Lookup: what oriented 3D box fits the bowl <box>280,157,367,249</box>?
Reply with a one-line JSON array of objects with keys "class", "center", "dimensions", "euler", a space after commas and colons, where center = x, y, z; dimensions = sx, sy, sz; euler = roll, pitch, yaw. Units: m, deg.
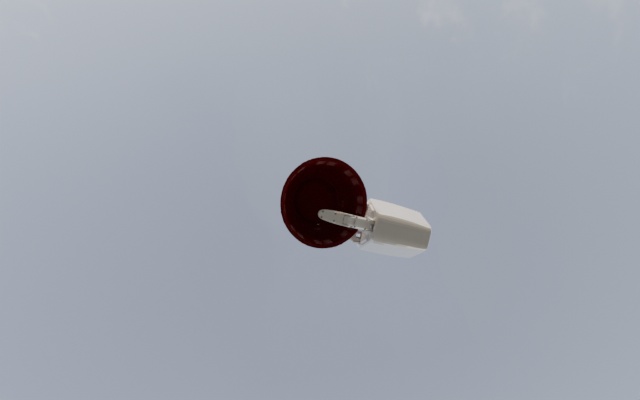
[{"class": "bowl", "center": [-0.001, 0.002, 0.861], "dimensions": [0.162, 0.162, 0.055], "euler": [0, 4, -18]}]
